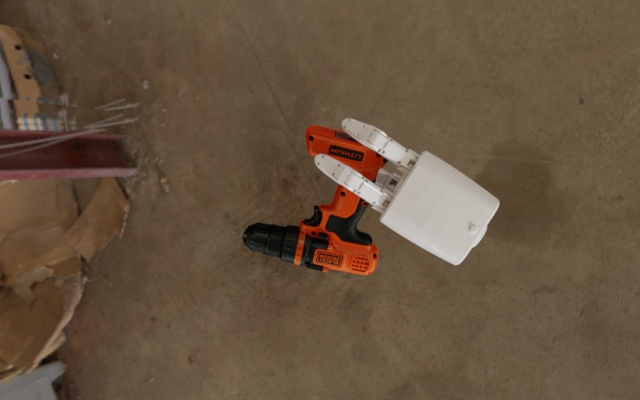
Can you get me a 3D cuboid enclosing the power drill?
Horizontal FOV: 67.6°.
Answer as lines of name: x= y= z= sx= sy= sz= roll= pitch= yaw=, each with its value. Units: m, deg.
power drill: x=0.000 y=0.002 z=0.622 sx=0.184 sy=0.188 sz=0.057 roll=11 pitch=22 yaw=-4
